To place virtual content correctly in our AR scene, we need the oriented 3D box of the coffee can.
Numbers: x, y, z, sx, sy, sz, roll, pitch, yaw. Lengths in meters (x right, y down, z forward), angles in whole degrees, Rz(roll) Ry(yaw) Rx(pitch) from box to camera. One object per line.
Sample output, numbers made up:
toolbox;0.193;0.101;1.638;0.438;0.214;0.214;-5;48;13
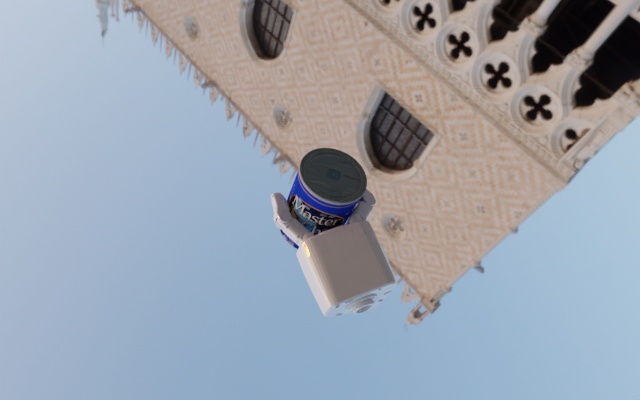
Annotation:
coffee can;0.000;0.002;0.742;0.103;0.102;0.140;0;-36;-20
